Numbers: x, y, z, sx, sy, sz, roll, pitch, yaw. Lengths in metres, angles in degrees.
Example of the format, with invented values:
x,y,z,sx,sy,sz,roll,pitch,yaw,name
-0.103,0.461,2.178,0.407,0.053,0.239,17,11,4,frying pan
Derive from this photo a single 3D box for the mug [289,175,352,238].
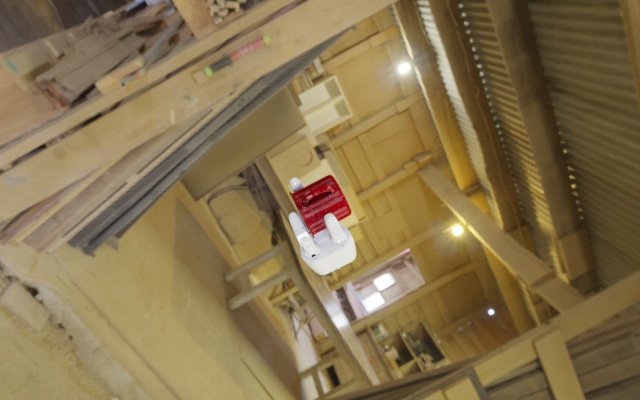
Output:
x,y,z,sx,sy,sz,roll,pitch,yaw,name
0.000,0.002,0.825,0.081,0.093,0.117,-28,-23,-2,mug
